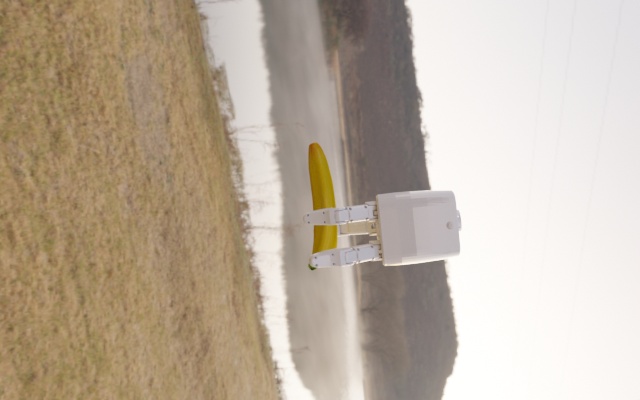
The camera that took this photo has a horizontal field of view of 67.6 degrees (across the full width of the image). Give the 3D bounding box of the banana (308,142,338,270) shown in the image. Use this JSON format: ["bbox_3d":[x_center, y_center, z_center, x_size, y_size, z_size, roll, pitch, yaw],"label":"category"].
[{"bbox_3d":[0.003,0.012,0.707,0.037,0.197,0.070,-6,-23,9],"label":"banana"}]
